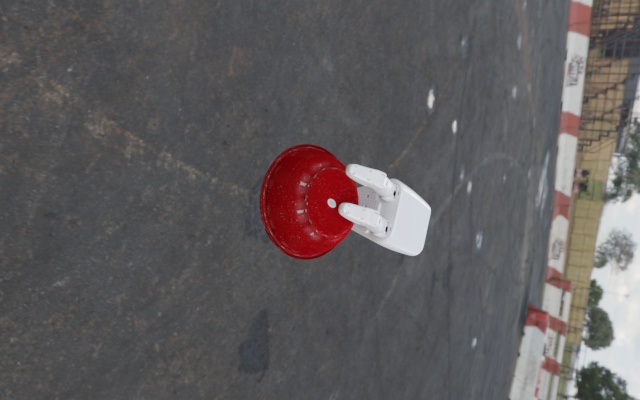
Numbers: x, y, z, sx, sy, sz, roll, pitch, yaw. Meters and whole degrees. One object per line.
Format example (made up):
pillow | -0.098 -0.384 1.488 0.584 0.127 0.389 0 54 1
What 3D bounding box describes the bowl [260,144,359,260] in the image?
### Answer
bowl | -0.001 0.002 0.644 0.162 0.162 0.055 0 0 -39
